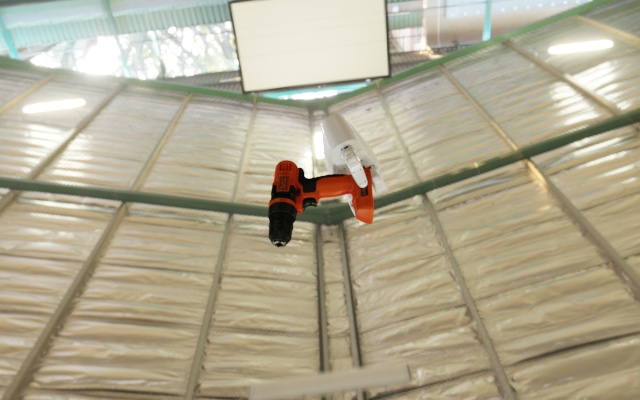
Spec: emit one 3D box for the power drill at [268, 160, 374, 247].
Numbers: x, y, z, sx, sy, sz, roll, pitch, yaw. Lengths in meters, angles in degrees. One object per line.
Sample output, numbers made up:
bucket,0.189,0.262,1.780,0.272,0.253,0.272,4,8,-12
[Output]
power drill,0.001,0.003,0.859,0.187,0.184,0.057,1,-36,2
